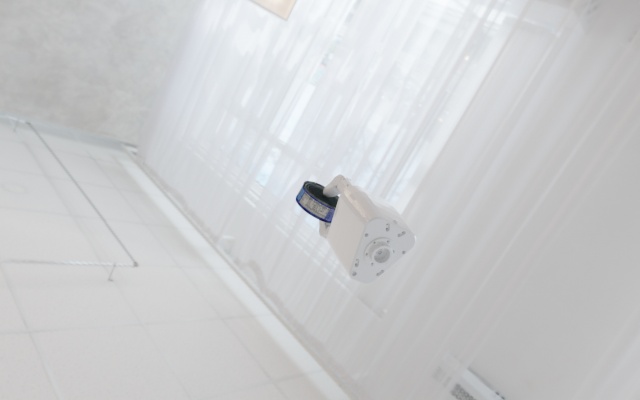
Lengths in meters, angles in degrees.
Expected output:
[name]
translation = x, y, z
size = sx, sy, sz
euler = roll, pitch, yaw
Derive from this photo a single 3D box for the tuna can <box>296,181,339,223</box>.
[tuna can]
translation = 0.000, 0.003, 0.837
size = 0.086, 0.034, 0.086
euler = 28, 18, -10
